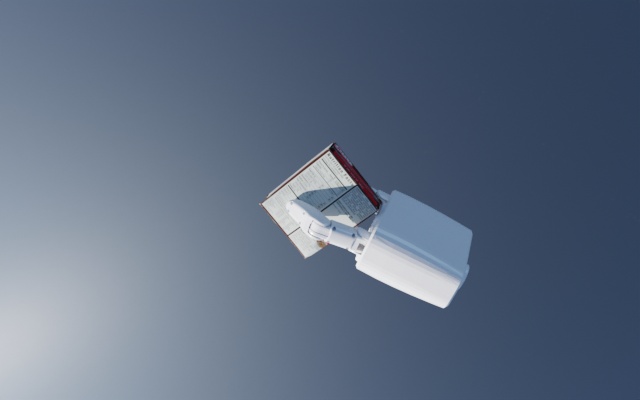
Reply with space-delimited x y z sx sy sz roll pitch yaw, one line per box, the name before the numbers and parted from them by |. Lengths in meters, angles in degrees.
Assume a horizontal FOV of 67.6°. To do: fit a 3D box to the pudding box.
pudding box | 0.000 0.002 0.551 0.113 0.090 0.039 -36 6 20
